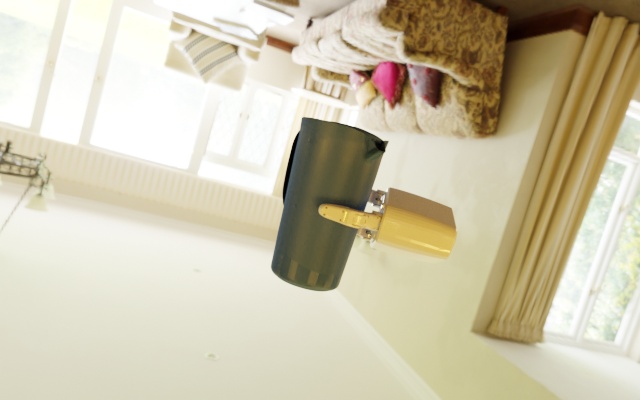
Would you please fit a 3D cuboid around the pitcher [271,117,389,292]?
[{"bbox_3d":[0.000,0.002,0.720,0.145,0.243,0.149,16,5,2],"label":"pitcher"}]
